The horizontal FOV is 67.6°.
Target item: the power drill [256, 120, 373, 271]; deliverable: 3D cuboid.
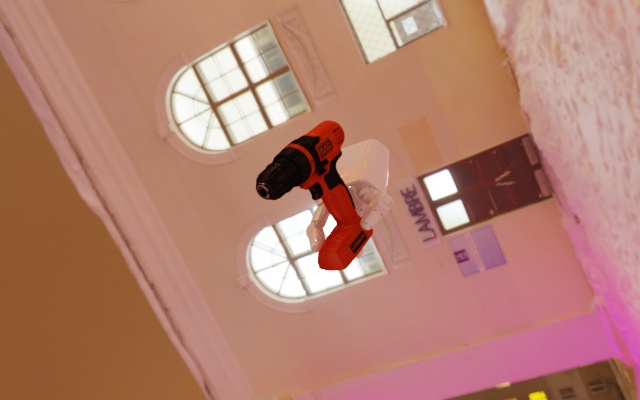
[{"bbox_3d":[0.000,0.002,0.661,0.057,0.188,0.184,-3,29,38],"label":"power drill"}]
